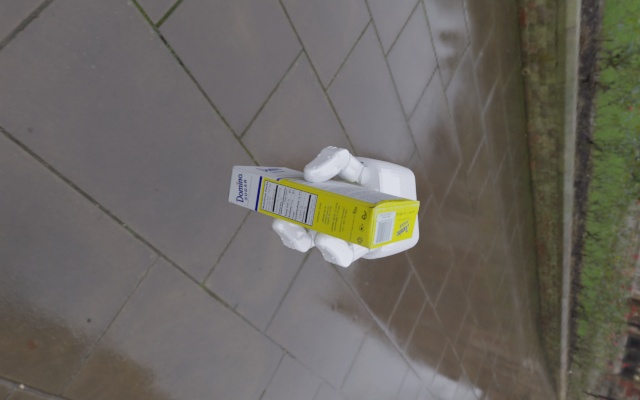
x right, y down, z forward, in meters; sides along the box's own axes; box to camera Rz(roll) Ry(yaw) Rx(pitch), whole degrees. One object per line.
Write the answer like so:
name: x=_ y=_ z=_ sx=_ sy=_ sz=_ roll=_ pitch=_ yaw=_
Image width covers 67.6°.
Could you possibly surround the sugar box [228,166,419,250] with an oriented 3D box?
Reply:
sugar box: x=0.000 y=0.002 z=0.490 sx=0.176 sy=0.048 sz=0.093 roll=13 pitch=10 yaw=34
